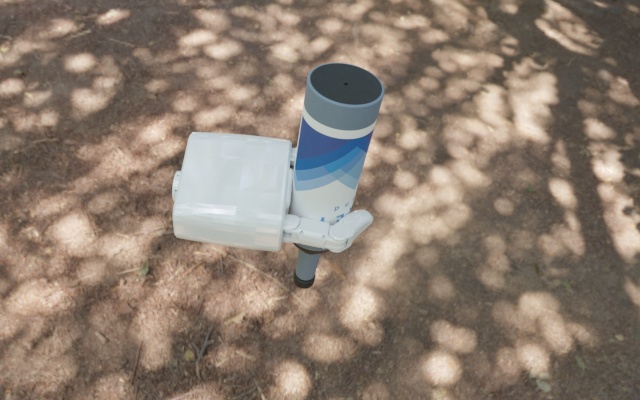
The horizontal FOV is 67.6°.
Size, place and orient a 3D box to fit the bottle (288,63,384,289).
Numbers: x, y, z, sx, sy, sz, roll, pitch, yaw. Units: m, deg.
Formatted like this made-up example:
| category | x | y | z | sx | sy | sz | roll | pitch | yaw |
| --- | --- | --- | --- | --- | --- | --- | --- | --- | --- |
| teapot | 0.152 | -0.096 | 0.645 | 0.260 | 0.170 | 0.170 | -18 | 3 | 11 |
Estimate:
| category | x | y | z | sx | sy | sz | roll | pitch | yaw |
| --- | --- | --- | --- | --- | --- | --- | --- | --- | --- |
| bottle | 0.000 | 0.002 | 0.508 | 0.069 | 0.069 | 0.296 | 0 | -43 | -12 |
